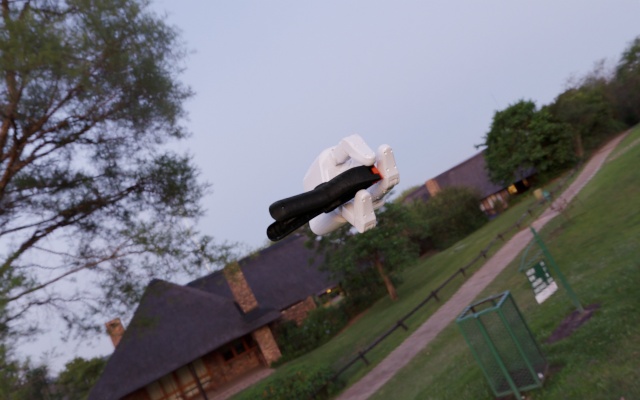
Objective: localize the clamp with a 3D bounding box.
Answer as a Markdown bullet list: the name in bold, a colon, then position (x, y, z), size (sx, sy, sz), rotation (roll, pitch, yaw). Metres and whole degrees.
- **clamp**: position (0.000, 0.001, 0.625), size (0.171, 0.039, 0.120), rotation (-23, -8, -23)
